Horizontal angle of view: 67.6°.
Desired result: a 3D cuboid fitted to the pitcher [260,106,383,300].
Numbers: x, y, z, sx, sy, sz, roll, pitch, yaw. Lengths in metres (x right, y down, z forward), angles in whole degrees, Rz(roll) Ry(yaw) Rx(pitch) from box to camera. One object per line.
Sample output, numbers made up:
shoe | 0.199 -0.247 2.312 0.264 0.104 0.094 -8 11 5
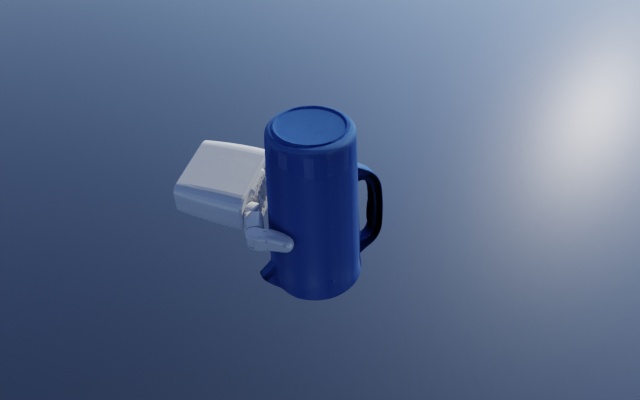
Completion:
pitcher | 0.000 0.002 0.627 0.145 0.243 0.149 12 42 15
